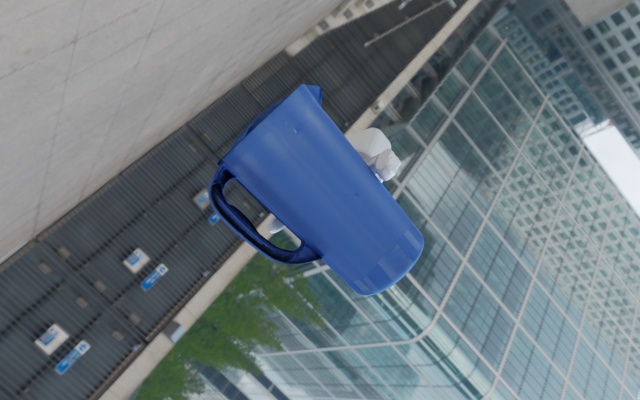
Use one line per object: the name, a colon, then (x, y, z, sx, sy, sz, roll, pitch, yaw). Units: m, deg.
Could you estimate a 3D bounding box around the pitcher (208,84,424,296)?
pitcher: (0.000, 0.002, 0.559, 0.149, 0.243, 0.145, -37, 13, 28)
